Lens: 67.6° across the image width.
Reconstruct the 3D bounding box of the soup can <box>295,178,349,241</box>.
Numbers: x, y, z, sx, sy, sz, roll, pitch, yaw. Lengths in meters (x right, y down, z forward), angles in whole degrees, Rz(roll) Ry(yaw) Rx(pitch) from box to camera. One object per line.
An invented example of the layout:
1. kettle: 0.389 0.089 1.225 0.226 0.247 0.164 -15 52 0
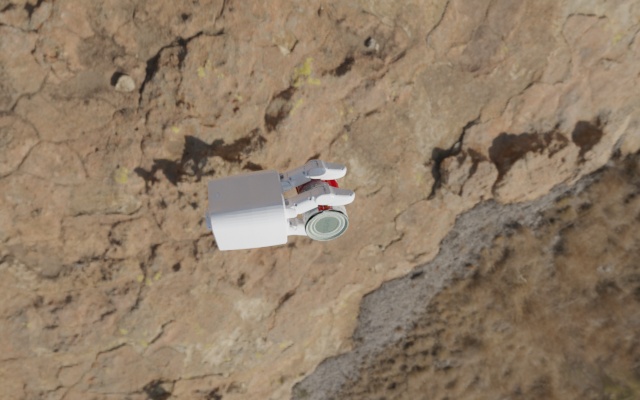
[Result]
1. soup can: 0.001 0.003 0.730 0.068 0.102 0.069 -8 -43 -7
